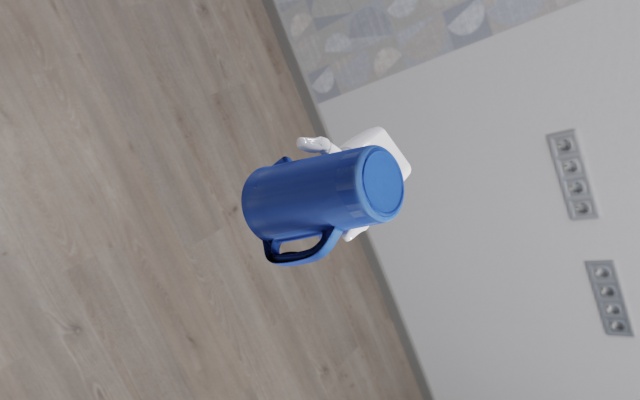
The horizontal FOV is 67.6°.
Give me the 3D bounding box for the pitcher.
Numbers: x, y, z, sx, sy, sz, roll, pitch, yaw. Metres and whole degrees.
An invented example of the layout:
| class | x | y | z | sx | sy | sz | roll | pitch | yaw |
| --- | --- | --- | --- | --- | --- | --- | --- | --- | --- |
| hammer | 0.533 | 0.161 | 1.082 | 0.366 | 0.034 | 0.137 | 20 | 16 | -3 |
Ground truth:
| class | x | y | z | sx | sy | sz | roll | pitch | yaw |
| --- | --- | --- | --- | --- | --- | --- | --- | --- | --- |
| pitcher | 0.000 | 0.002 | 0.723 | 0.243 | 0.149 | 0.145 | -11 | 18 | 45 |
